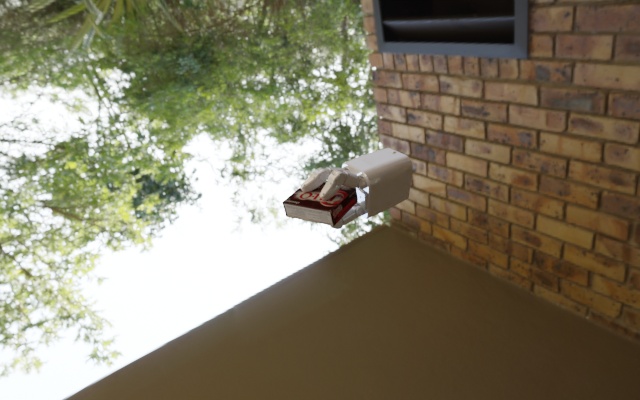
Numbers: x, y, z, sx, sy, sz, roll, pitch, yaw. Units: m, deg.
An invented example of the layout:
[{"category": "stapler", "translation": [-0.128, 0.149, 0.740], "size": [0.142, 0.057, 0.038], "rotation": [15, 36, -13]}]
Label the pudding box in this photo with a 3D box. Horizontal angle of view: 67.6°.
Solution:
[{"category": "pudding box", "translation": [0.000, 0.003, 0.891], "size": [0.113, 0.039, 0.090], "rotation": [7, 33, 34]}]
